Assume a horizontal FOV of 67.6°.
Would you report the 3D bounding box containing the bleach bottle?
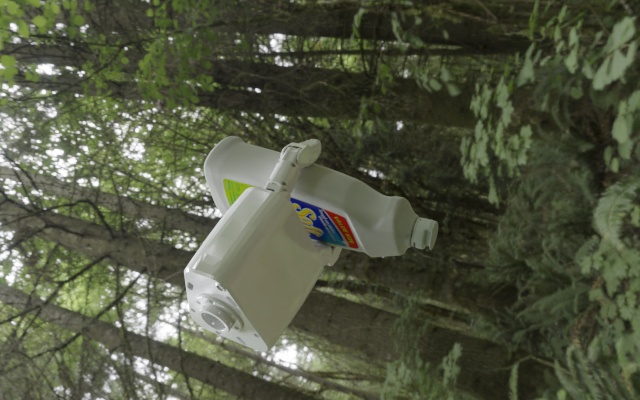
[{"bbox_3d":[0.000,0.002,0.516,0.251,0.103,0.068,14,48,23],"label":"bleach bottle"}]
